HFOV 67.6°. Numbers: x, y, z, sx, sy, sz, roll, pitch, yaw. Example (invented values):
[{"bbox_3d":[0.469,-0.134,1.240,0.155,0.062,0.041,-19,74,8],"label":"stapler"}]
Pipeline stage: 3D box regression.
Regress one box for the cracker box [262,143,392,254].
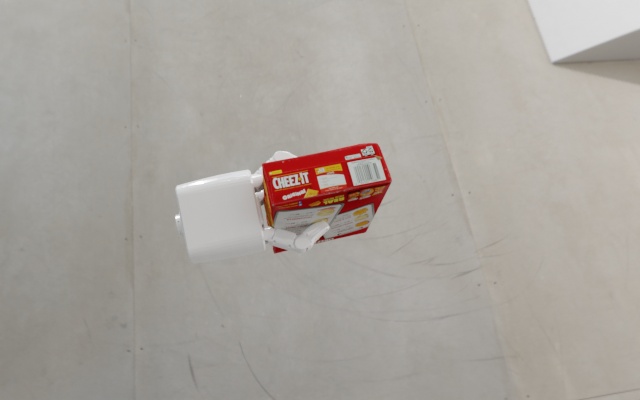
[{"bbox_3d":[0.000,0.002,0.717,0.164,0.072,0.214,-12,-21,-9],"label":"cracker box"}]
